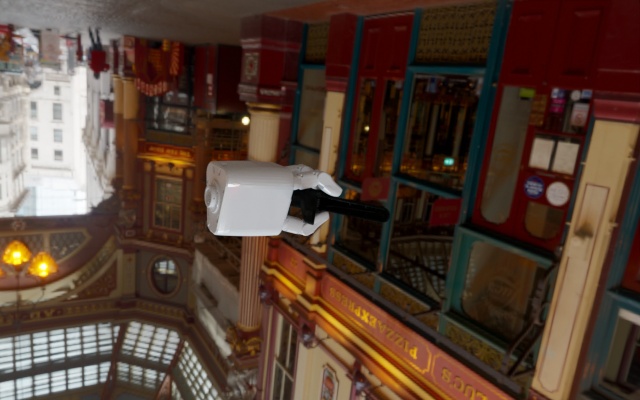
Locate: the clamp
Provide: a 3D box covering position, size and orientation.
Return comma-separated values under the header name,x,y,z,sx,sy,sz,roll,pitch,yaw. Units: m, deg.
name,x,y,z,sx,sy,sz,roll,pitch,yaw
clamp,0.000,0.003,0.789,0.164,0.036,0.210,4,12,-33
